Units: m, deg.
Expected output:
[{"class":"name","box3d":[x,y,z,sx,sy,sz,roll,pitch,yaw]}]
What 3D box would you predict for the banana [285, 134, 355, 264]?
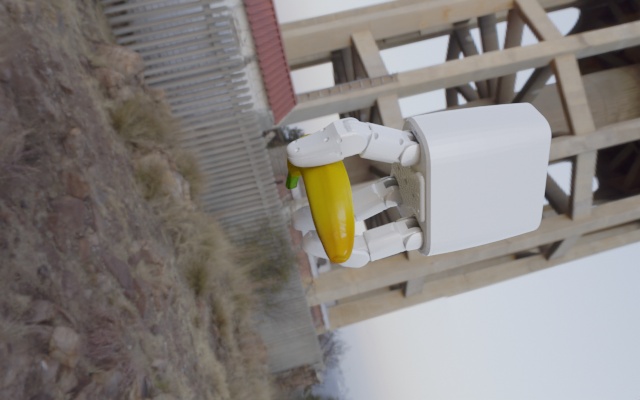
[{"class":"banana","box3d":[-0.001,-0.017,0.406,0.037,0.070,0.197,-6,19,-10]}]
